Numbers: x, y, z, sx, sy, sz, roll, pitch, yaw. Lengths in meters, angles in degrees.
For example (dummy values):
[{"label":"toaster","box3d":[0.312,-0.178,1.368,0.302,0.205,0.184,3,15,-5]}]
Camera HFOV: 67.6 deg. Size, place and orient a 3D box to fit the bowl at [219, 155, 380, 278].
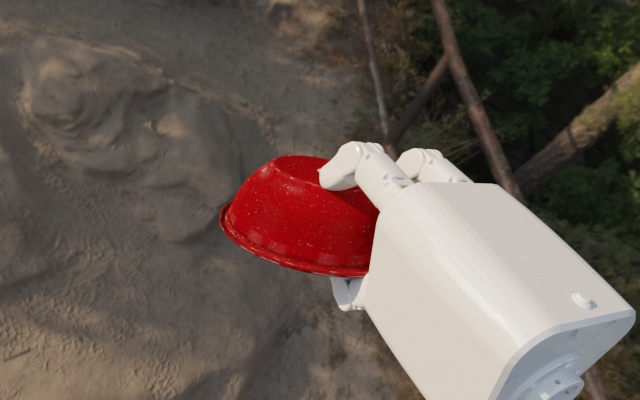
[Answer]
[{"label":"bowl","box3d":[-0.001,0.000,0.401,0.162,0.055,0.162,11,18,-4]}]
